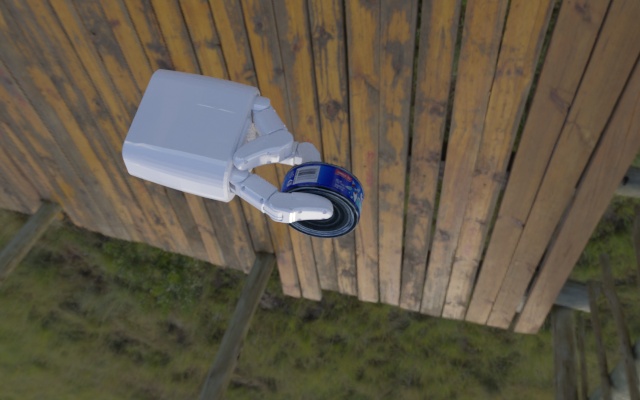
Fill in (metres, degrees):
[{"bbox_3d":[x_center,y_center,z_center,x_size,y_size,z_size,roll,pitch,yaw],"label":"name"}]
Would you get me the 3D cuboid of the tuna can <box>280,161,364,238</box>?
[{"bbox_3d":[0.000,0.002,0.486,0.086,0.033,0.086,8,-38,6],"label":"tuna can"}]
